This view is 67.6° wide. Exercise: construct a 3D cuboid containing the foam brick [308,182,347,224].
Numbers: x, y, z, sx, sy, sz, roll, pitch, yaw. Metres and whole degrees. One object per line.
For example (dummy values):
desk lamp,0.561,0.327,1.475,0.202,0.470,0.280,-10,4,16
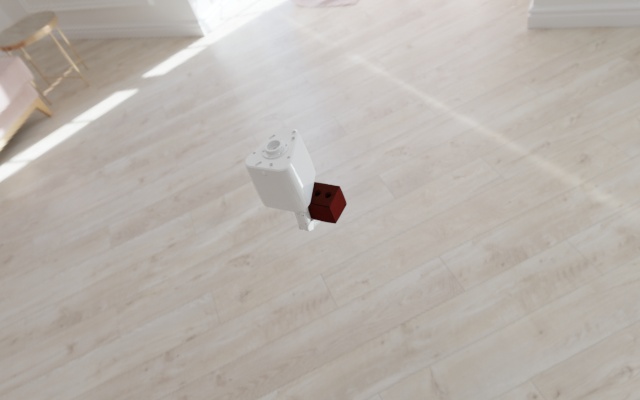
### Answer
foam brick,0.000,0.003,0.895,0.078,0.053,0.051,10,-37,27
